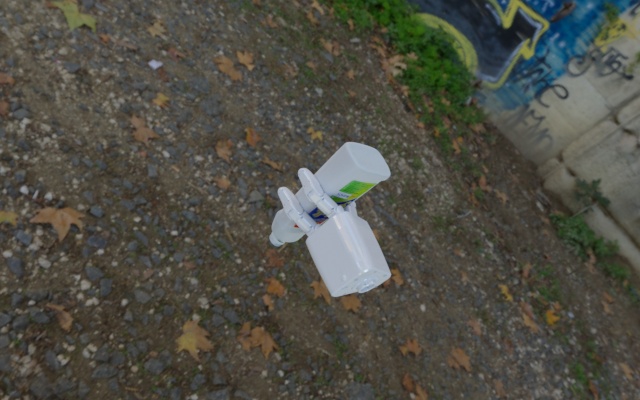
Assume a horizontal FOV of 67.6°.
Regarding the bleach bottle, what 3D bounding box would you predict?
[{"bbox_3d":[0.000,0.003,0.843,0.102,0.068,0.251,7,-40,-47],"label":"bleach bottle"}]
